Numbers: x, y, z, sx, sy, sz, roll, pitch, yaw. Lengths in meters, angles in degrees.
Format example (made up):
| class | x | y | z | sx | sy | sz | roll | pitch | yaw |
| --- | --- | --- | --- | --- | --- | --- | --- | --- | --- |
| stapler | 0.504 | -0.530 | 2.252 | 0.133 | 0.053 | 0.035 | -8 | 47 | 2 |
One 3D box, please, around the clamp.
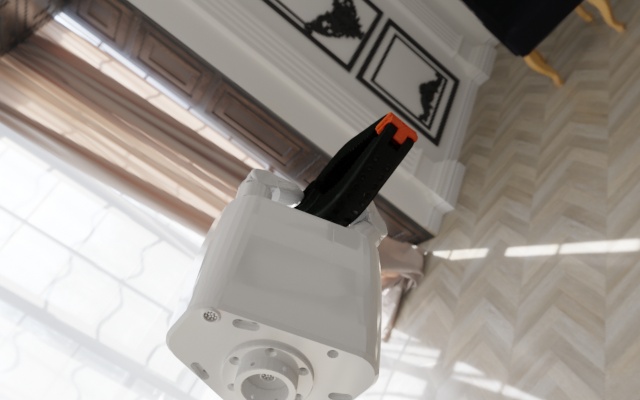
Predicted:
| class | x | y | z | sx | sy | sz | roll | pitch | yaw |
| --- | --- | --- | --- | --- | --- | --- | --- | --- | --- |
| clamp | 0.000 | 0.001 | 0.420 | 0.036 | 0.210 | 0.164 | 35 | 26 | -16 |
